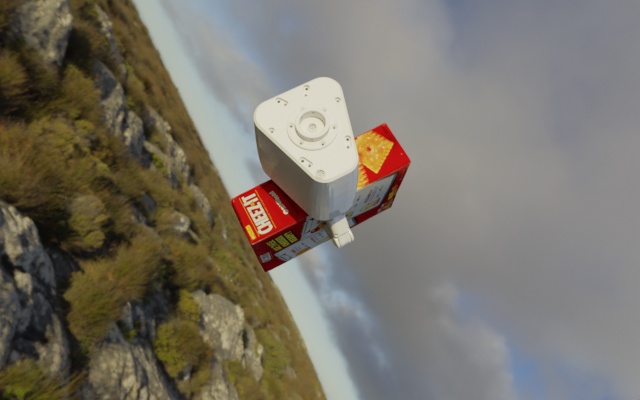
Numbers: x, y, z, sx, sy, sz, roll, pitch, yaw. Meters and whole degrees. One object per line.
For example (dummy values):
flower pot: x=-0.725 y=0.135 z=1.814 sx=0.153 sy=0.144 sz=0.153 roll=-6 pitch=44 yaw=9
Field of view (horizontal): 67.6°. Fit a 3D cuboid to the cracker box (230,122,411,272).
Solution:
cracker box: x=0.000 y=0.002 z=0.632 sx=0.213 sy=0.072 sz=0.164 roll=-26 pitch=-17 yaw=-10
